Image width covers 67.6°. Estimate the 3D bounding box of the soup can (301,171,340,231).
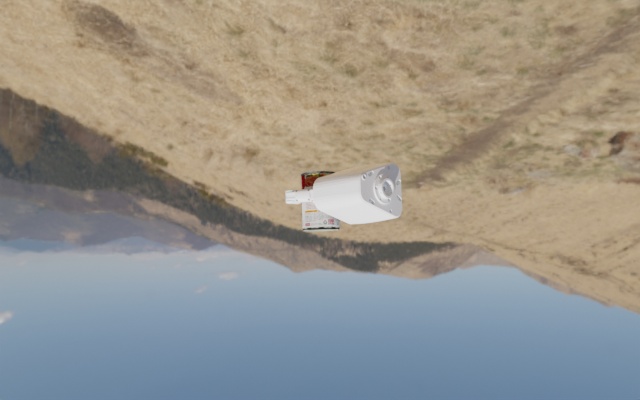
[{"bbox_3d":[0.000,0.003,0.854,0.068,0.102,0.068,-2,-6,0],"label":"soup can"}]
